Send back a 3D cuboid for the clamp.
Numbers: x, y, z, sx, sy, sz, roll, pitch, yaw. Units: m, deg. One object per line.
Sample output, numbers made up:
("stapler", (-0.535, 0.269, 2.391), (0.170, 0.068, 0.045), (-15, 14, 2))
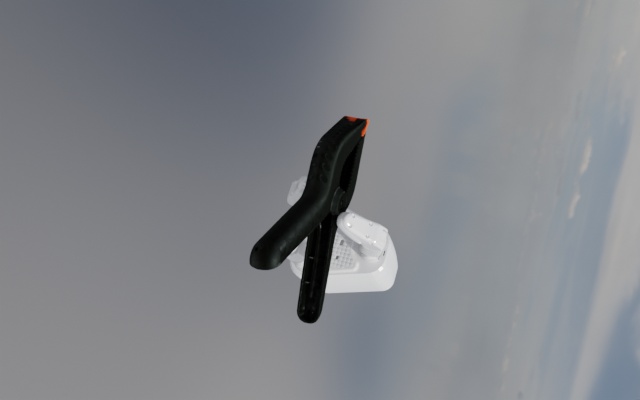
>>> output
("clamp", (0.001, 0.001, 0.448), (0.036, 0.210, 0.165), (13, -18, 19))
